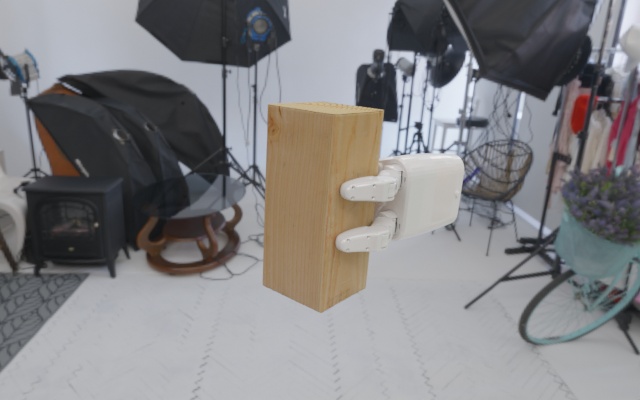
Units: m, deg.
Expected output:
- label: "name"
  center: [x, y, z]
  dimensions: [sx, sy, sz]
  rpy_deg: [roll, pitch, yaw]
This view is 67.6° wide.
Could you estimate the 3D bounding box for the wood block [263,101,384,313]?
- label: "wood block"
  center: [0.000, 0.001, 0.524]
  dimensions: [0.091, 0.206, 0.090]
  rpy_deg: [17, 21, 37]
